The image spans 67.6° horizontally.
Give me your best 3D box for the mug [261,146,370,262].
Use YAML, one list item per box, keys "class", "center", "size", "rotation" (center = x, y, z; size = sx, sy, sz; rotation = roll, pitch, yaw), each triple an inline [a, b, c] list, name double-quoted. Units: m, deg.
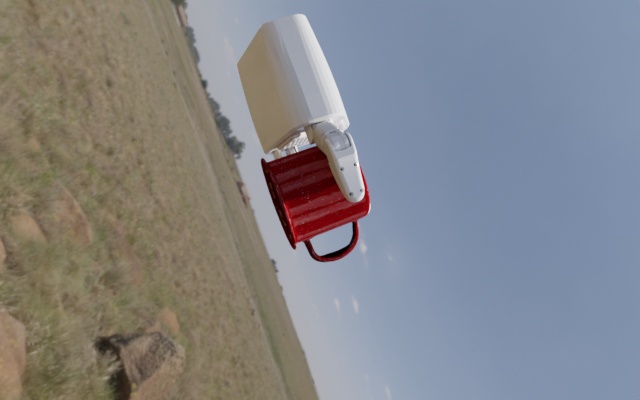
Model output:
- class: "mug"
  center: [0.001, 0.003, 0.462]
  size: [0.081, 0.117, 0.093]
  rotation: [-20, 0, -9]
